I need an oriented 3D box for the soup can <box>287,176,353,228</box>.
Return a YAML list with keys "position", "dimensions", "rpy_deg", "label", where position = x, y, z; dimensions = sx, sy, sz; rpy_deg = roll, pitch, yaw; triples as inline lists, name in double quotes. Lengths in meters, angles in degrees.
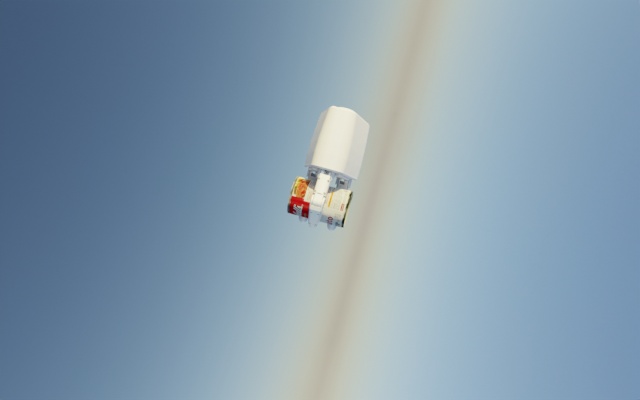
- position: [0.000, 0.003, 0.836]
  dimensions: [0.102, 0.068, 0.068]
  rpy_deg: [15, 1, 6]
  label: "soup can"
